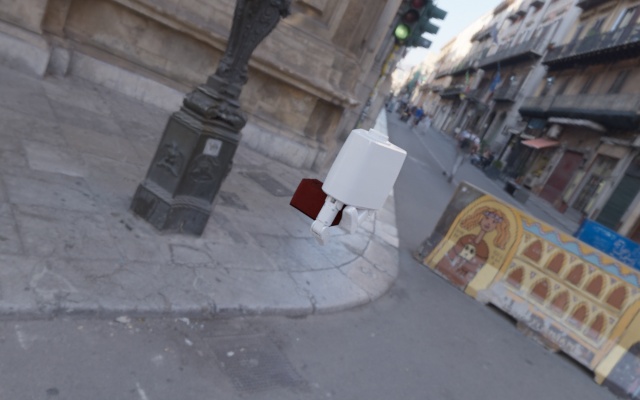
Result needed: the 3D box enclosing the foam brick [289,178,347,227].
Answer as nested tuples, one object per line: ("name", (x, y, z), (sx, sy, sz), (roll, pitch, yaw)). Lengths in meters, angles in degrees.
("foam brick", (0.000, 0.003, 0.793), (0.078, 0.051, 0.053), (32, 16, 23))
